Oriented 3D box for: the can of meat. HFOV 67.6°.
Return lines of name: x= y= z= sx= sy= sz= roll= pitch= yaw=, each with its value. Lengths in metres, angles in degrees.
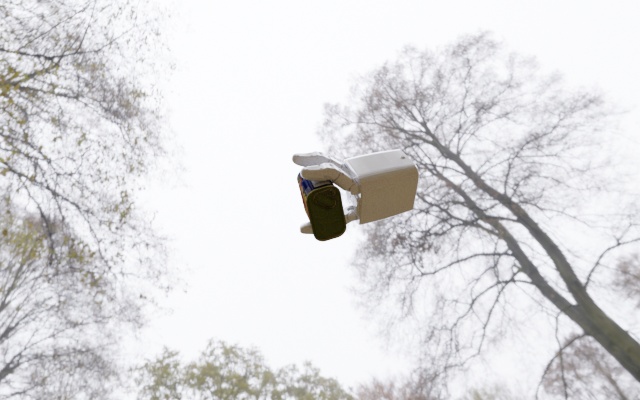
can of meat: x=0.000 y=0.003 z=0.796 sx=0.057 sy=0.102 sz=0.084 roll=-16 pitch=33 yaw=-7
